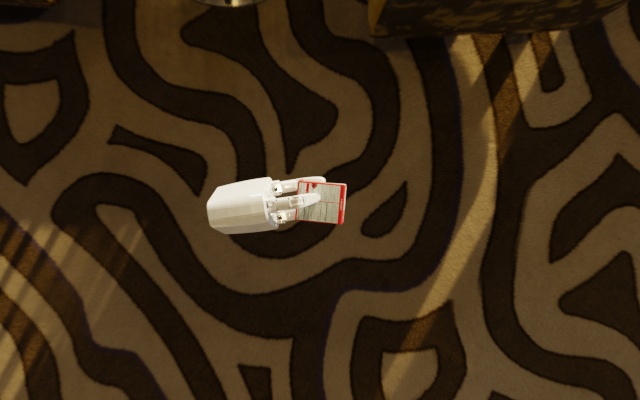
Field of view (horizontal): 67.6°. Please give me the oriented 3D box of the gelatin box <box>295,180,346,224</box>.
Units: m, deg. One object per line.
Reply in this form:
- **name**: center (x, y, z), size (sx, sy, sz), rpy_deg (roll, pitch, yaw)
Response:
- **gelatin box**: center (0.000, 0.003, 0.874), size (0.089, 0.073, 0.030), rpy_deg (5, 4, 8)
